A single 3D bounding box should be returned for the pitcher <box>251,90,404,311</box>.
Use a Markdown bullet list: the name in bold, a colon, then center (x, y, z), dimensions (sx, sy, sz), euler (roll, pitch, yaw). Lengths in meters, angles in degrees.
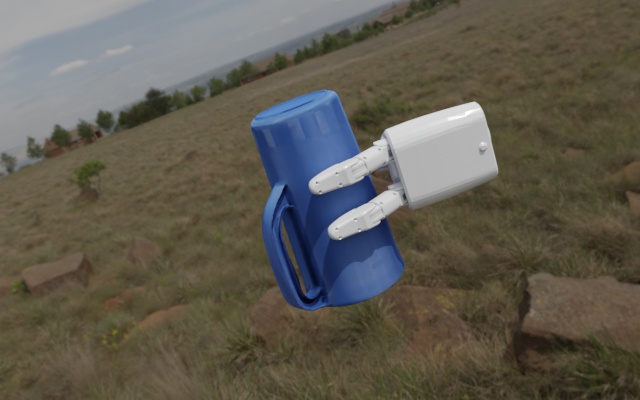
- **pitcher**: center (0.000, 0.002, 0.577), dimensions (0.145, 0.243, 0.149), euler (-19, 18, 6)
